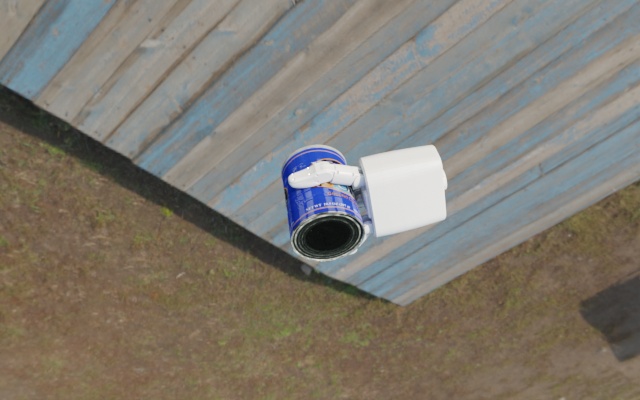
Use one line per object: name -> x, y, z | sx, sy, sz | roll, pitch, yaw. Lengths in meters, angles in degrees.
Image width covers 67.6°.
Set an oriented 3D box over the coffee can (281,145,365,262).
coffee can -> 0.000, 0.002, 0.692 | 0.103, 0.140, 0.103 | -6, -44, -6
